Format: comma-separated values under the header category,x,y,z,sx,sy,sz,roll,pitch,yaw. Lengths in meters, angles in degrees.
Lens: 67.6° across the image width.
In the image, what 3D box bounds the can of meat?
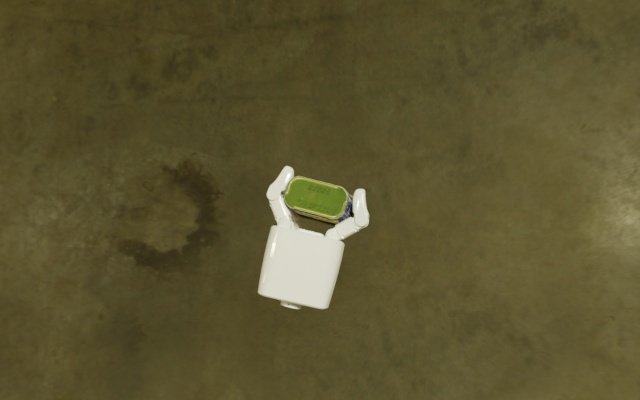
category,x,y,z,sx,sy,sz,roll,pitch,yaw
can of meat,0.000,0.002,0.749,0.102,0.057,0.084,14,-7,13
